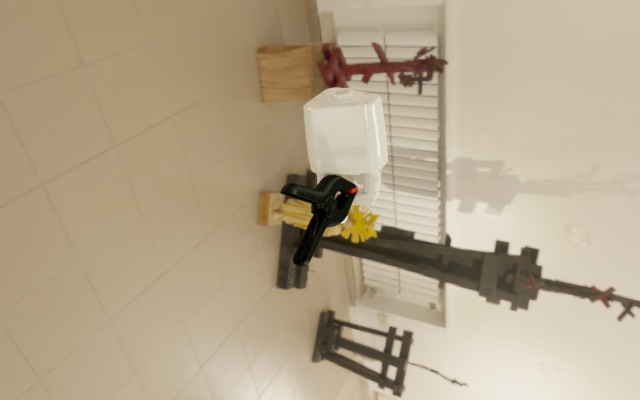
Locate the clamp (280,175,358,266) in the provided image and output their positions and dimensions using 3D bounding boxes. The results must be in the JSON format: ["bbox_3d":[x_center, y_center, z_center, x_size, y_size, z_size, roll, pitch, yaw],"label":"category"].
[{"bbox_3d":[0.001,0.002,0.696,0.039,0.120,0.171,9,35,28],"label":"clamp"}]
